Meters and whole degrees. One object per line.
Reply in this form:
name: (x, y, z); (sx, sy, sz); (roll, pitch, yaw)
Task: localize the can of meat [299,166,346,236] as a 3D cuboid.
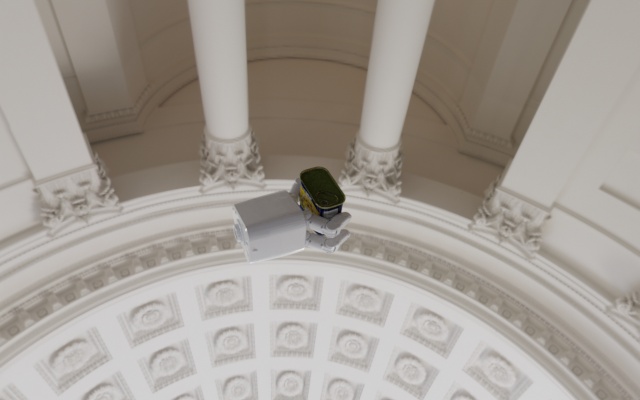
can of meat: (0.000, 0.003, 0.882); (0.057, 0.084, 0.102); (-17, 51, -21)
